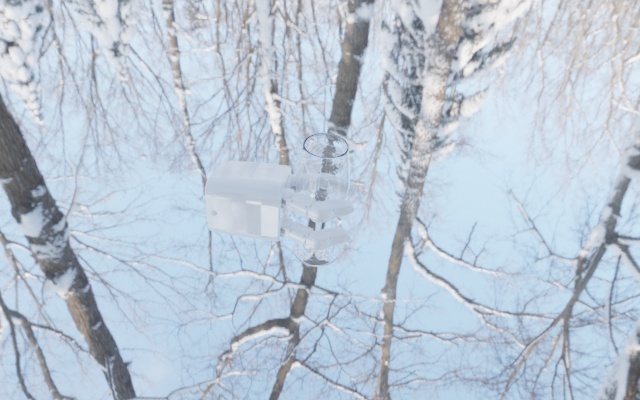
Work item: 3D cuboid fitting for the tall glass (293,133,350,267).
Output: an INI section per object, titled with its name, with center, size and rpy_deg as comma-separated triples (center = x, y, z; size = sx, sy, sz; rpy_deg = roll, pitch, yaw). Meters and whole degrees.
[tall glass]
center = 0.000, 0.003, 0.702
size = 0.079, 0.201, 0.079
rpy_deg = 3, 40, -3
